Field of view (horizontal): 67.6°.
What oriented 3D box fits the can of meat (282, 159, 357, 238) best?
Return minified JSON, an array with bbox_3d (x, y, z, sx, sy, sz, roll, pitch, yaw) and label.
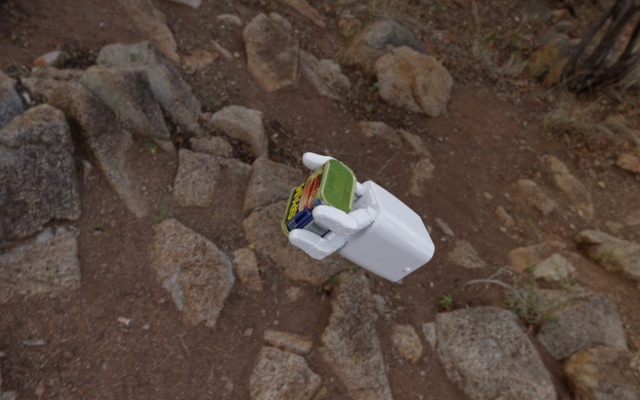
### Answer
[{"bbox_3d":[0.000,0.002,0.648,0.057,0.102,0.084,35,-51,-19],"label":"can of meat"}]
